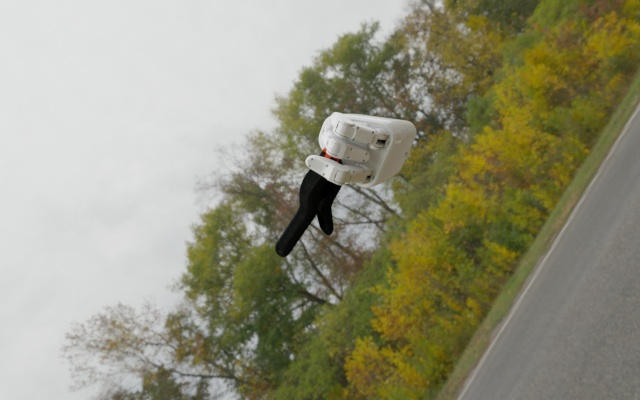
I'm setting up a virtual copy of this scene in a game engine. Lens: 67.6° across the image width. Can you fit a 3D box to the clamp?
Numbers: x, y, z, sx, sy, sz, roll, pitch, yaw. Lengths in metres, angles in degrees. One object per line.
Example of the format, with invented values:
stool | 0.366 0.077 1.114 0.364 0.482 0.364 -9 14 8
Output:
clamp | 0.000 0.002 0.708 0.039 0.171 0.120 35 27 21
